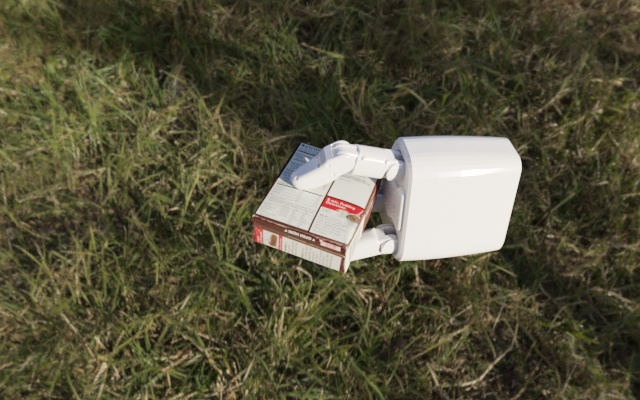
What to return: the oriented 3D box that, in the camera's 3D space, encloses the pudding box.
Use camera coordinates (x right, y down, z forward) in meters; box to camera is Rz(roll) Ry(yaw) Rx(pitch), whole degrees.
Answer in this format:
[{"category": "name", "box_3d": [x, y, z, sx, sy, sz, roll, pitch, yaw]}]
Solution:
[{"category": "pudding box", "box_3d": [0.000, 0.001, 0.440, 0.090, 0.039, 0.113, 18, 46, 11]}]
